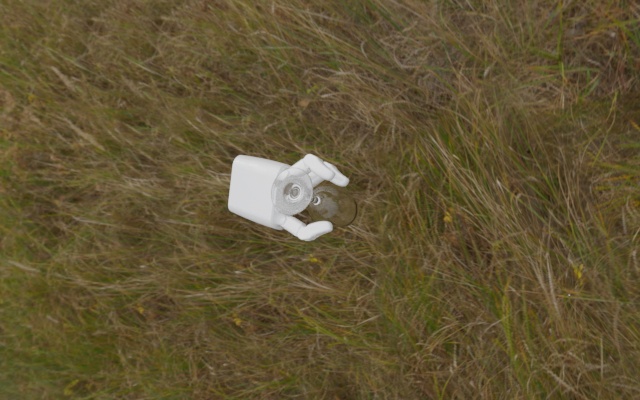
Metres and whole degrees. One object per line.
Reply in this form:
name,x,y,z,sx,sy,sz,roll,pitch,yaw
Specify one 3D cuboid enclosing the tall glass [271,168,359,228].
tall glass,0.000,0.003,0.815,0.079,0.079,0.201,0,-10,28
